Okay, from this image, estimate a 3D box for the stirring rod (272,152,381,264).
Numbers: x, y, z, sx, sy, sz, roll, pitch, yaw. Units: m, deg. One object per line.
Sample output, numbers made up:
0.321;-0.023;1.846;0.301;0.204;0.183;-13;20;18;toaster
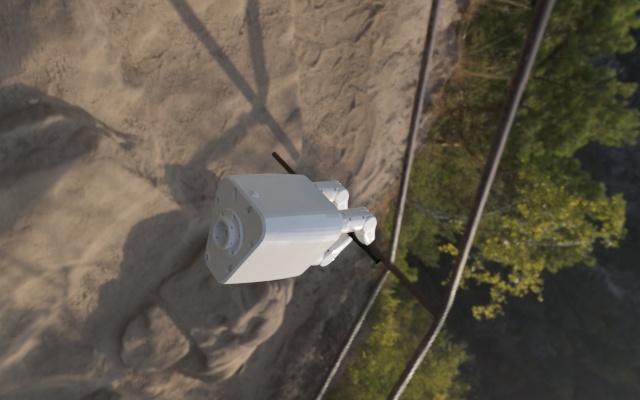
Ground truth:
0.000;0.002;0.640;0.011;0.011;0.239;0;36;-45;stirring rod
